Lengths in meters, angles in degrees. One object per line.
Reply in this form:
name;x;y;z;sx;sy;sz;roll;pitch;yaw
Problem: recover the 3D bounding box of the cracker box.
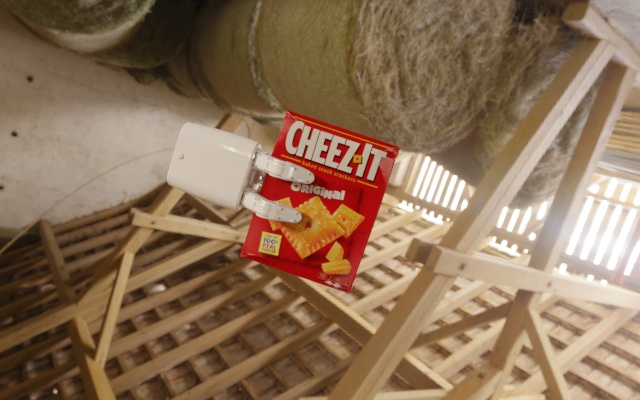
cracker box;0.000;0.002;0.669;0.164;0.214;0.072;19;6;5
